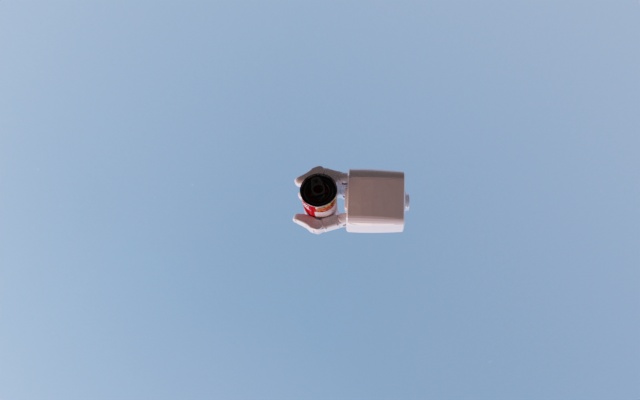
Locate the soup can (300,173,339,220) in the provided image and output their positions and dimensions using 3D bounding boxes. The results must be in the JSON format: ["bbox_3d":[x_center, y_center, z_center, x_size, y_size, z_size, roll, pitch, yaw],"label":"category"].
[{"bbox_3d":[0.000,0.003,0.896,0.068,0.068,0.102,0,-26,5],"label":"soup can"}]
